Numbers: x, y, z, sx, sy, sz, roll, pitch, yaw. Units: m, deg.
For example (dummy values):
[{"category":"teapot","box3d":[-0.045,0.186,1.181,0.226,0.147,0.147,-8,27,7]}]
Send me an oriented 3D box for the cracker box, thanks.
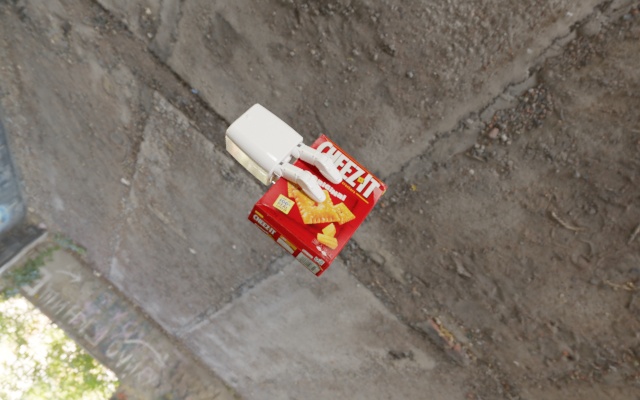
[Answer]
[{"category":"cracker box","box3d":[0.000,0.003,0.867,0.213,0.164,0.072,-50,-1,-33]}]
